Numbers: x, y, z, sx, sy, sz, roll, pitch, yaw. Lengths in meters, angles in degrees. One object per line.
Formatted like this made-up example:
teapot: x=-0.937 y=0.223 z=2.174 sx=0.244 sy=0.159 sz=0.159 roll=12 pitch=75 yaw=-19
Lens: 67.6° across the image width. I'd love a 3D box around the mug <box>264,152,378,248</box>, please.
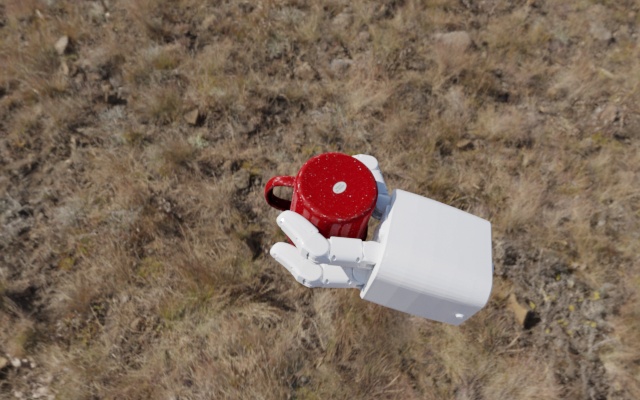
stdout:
mug: x=-0.001 y=0.001 z=0.488 sx=0.117 sy=0.093 sz=0.081 roll=17 pitch=-32 yaw=2
